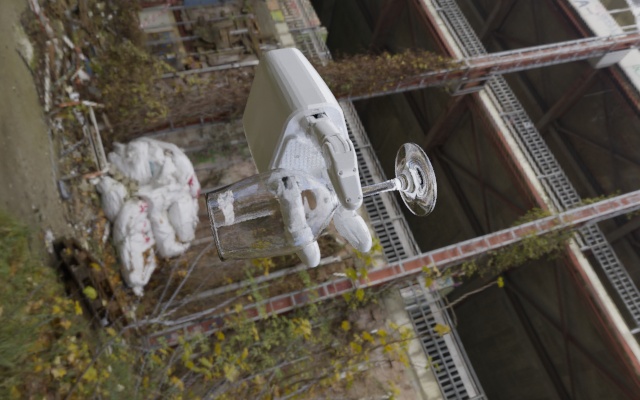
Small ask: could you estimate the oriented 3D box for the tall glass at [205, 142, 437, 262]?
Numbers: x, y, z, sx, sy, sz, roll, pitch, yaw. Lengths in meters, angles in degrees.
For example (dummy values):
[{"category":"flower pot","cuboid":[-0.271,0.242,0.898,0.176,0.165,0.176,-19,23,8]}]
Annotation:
[{"category":"tall glass","cuboid":[0.001,0.001,0.441,0.201,0.079,0.079,-14,4,-16]}]
